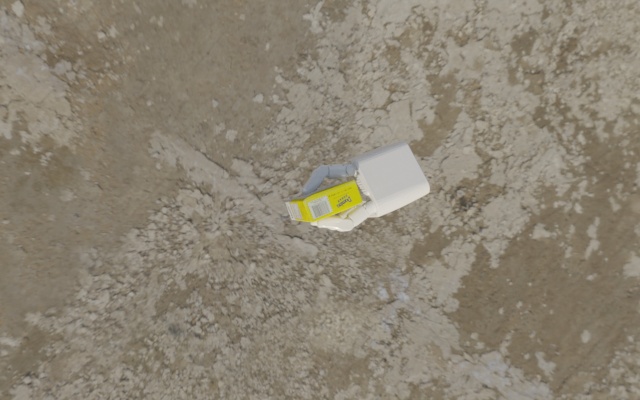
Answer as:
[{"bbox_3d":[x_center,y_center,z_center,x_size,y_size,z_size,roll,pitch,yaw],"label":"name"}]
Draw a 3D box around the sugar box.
[{"bbox_3d":[0.000,0.003,0.834,0.093,0.048,0.176,-21,2,-12],"label":"sugar box"}]
